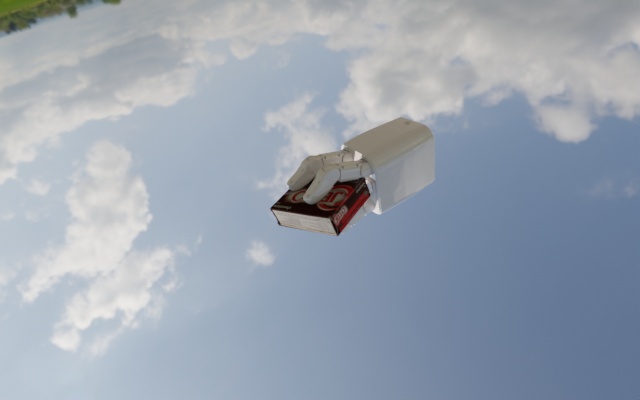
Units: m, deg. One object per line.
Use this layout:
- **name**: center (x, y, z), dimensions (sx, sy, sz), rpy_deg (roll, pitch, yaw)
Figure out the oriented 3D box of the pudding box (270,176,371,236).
- **pudding box**: center (0.000, 0.002, 0.669), dimensions (0.113, 0.039, 0.090), rpy_deg (5, 40, 40)
